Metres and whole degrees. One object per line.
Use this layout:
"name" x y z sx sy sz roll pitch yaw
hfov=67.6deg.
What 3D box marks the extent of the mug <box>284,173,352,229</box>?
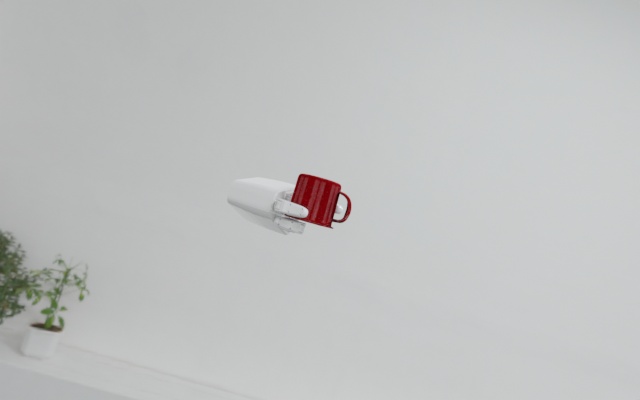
"mug" 0.001 0.003 0.856 0.117 0.081 0.093 15 -2 23
